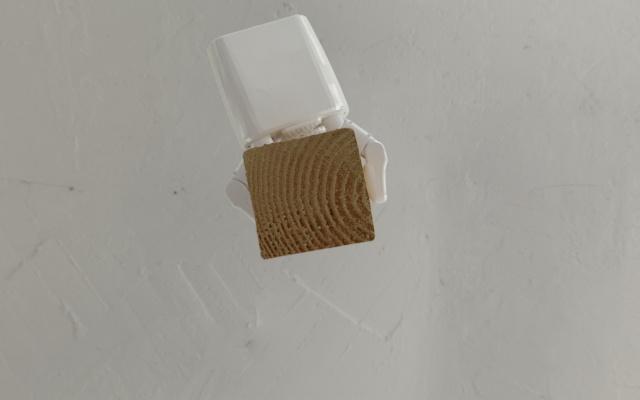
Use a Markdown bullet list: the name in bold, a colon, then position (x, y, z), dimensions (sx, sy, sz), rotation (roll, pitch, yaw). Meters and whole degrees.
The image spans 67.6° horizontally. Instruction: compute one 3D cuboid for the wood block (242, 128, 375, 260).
- **wood block**: position (0.000, 0.001, 0.463), dimensions (0.091, 0.090, 0.206), rotation (-11, -4, 5)
